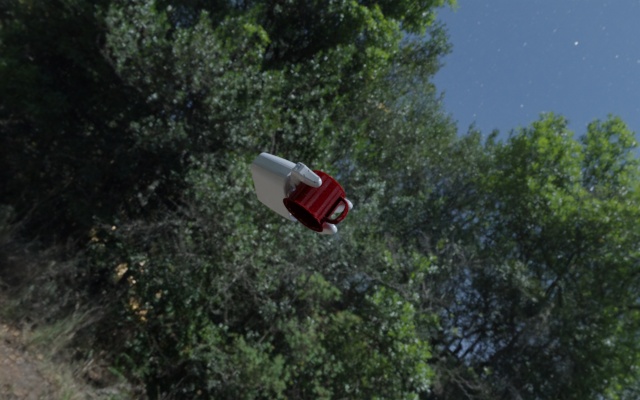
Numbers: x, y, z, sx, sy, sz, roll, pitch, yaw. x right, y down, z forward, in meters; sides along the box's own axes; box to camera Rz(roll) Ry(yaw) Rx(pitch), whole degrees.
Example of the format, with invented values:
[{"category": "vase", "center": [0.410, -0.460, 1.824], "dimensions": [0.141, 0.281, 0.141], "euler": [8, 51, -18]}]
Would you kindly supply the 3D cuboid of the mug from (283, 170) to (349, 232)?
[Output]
[{"category": "mug", "center": [0.001, 0.003, 0.874], "dimensions": [0.117, 0.081, 0.093], "euler": [26, -22, 35]}]
